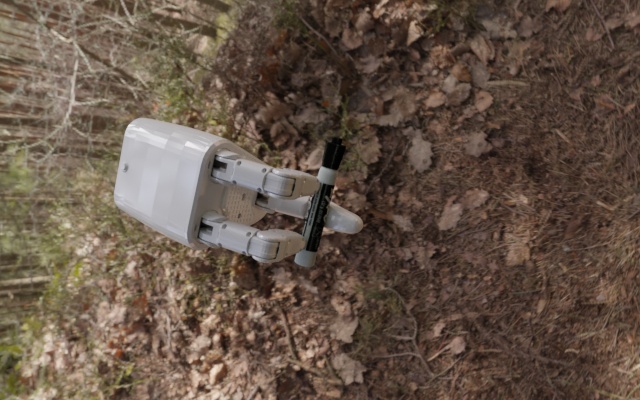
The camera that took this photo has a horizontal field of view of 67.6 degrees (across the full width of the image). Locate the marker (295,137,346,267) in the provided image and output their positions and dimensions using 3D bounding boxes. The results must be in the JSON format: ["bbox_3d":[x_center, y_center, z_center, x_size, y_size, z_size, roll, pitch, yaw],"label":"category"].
[{"bbox_3d":[0.000,0.001,0.436,0.020,0.121,0.020,14,9,-2],"label":"marker"}]
